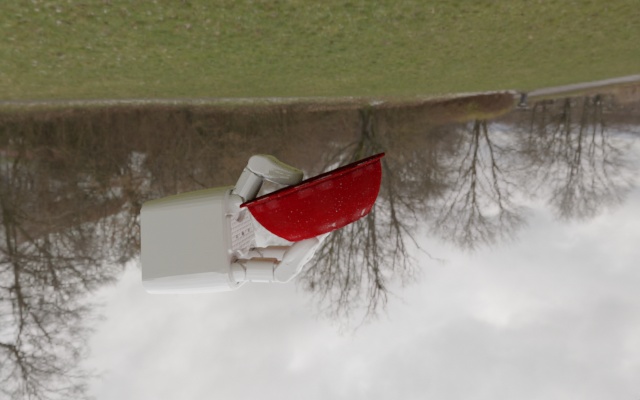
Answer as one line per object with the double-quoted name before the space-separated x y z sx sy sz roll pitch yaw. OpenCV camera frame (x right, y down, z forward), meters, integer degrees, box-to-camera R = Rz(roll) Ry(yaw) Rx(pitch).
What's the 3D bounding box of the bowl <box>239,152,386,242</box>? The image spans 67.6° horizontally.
"bowl" 0.001 0.002 0.500 0.162 0.055 0.162 -20 4 1
